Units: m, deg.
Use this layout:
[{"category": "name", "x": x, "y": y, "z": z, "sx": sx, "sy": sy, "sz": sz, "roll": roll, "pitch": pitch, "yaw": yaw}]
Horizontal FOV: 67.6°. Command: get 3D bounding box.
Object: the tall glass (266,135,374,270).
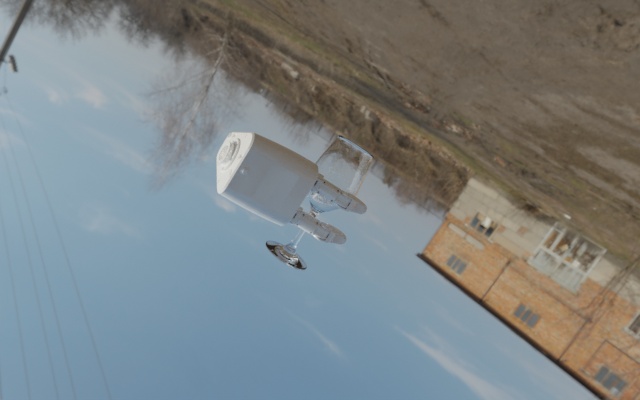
[{"category": "tall glass", "x": 0.000, "y": 0.003, "z": 0.718, "sx": 0.079, "sy": 0.201, "sz": 0.079, "roll": 32, "pitch": 10, "yaw": -6}]
